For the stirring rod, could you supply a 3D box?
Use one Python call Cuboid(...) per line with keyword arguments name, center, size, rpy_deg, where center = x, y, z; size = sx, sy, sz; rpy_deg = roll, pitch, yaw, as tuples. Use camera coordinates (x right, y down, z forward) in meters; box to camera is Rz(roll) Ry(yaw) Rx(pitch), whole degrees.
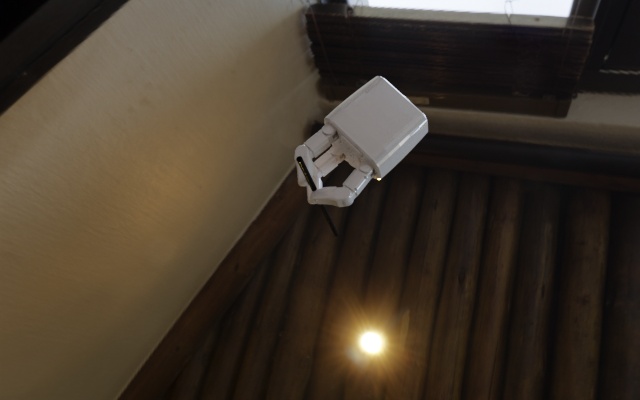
Cuboid(name="stirring rod", center=(0.000, 0.002, 0.705), size=(0.011, 0.011, 0.240), rpy_deg=(0, -27, 15))
